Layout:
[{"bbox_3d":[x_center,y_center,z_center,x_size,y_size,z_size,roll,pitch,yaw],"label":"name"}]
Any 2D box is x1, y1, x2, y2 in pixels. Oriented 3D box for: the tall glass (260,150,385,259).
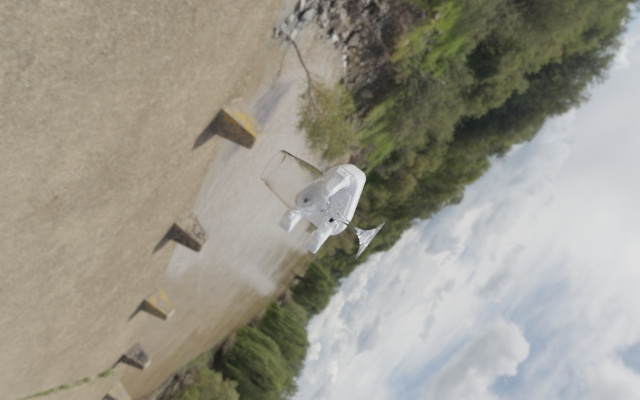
[{"bbox_3d":[0.001,0.003,0.762,0.201,0.079,0.079,38,5,7],"label":"tall glass"}]
